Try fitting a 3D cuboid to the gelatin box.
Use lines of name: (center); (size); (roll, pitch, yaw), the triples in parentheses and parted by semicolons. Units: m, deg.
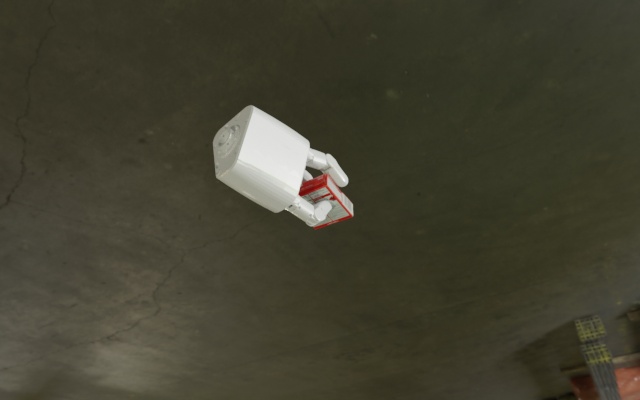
gelatin box: (0.000, 0.003, 0.763); (0.073, 0.030, 0.089); (-21, -46, 24)
